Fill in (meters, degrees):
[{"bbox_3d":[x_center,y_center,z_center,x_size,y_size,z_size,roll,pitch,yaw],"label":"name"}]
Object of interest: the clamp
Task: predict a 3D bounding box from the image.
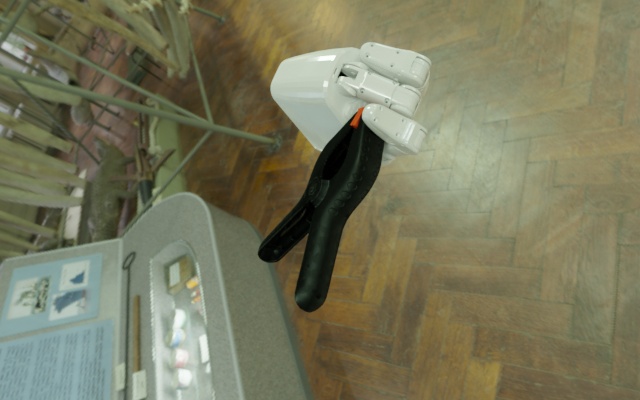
[{"bbox_3d":[0.000,0.001,0.416,0.039,0.171,0.120,31,-9,-33],"label":"clamp"}]
